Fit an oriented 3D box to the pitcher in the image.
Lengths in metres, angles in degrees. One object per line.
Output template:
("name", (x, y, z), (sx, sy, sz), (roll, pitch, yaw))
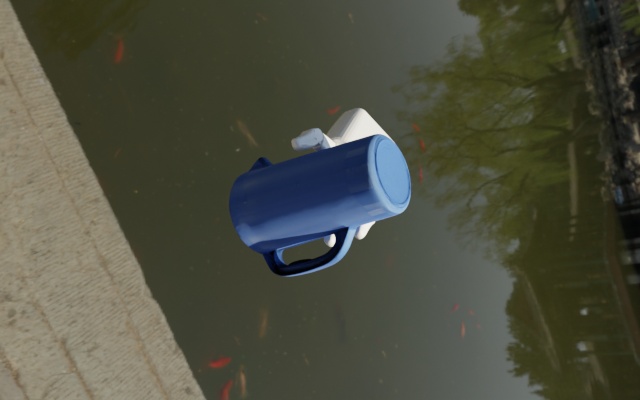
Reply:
("pitcher", (0.000, 0.002, 0.675), (0.243, 0.149, 0.145), (-16, 30, 35))
